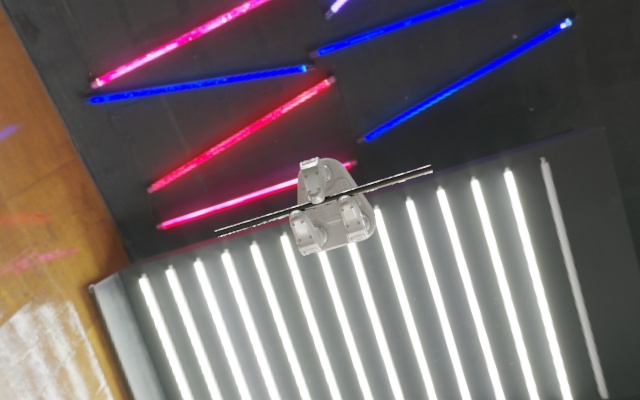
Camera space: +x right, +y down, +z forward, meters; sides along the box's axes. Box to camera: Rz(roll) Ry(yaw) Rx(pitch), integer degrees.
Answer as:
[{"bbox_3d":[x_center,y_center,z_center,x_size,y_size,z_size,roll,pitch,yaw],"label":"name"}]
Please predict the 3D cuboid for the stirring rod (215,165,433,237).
[{"bbox_3d":[0.000,0.002,0.507,0.239,0.011,0.011,-17,-2,8],"label":"stirring rod"}]
